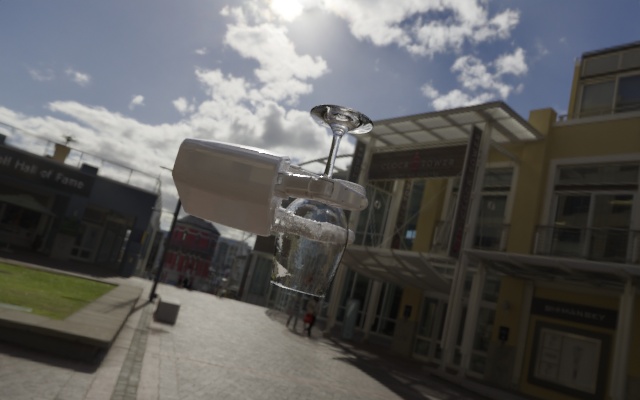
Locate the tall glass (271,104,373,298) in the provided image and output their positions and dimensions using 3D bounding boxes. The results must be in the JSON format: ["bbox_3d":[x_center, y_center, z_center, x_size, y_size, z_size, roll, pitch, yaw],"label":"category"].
[{"bbox_3d":[0.000,0.001,0.526,0.079,0.201,0.079,13,-11,3],"label":"tall glass"}]
